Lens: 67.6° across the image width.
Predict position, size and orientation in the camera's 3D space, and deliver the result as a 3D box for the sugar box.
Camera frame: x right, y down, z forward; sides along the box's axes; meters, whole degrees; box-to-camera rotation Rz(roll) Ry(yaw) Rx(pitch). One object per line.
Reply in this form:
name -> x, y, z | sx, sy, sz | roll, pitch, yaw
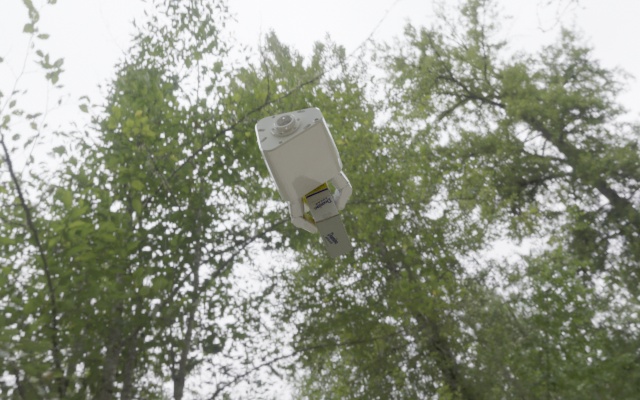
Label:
sugar box -> 0.000, 0.003, 0.805 | 0.048, 0.093, 0.176 | -21, 43, 2
